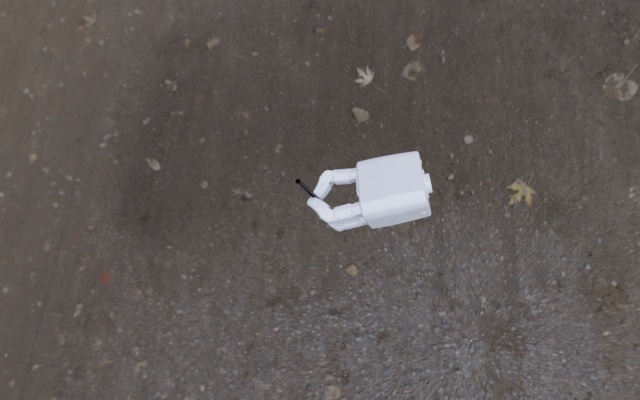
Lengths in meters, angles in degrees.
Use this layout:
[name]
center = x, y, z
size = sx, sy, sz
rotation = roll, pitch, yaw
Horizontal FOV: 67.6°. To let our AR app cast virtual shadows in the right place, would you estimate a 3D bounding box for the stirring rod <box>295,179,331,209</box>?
[stirring rod]
center = 0.000, 0.003, 0.840
size = 0.011, 0.011, 0.239
rotation = 0, -16, 18
